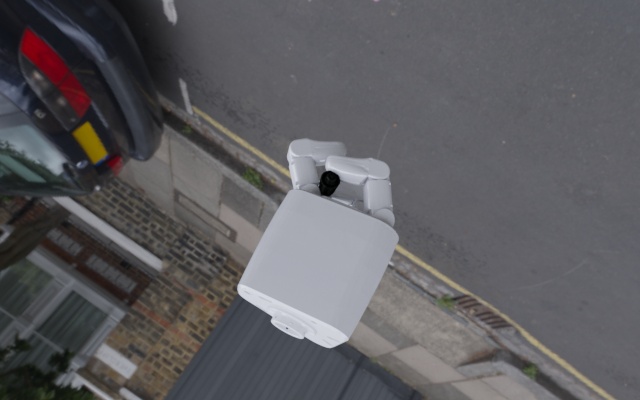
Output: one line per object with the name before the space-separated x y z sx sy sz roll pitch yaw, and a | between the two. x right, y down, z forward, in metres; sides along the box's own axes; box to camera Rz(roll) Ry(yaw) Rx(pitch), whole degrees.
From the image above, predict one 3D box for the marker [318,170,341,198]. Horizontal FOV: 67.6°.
marker | 0.000 0.002 0.491 0.020 0.020 0.121 0 -22 -11
